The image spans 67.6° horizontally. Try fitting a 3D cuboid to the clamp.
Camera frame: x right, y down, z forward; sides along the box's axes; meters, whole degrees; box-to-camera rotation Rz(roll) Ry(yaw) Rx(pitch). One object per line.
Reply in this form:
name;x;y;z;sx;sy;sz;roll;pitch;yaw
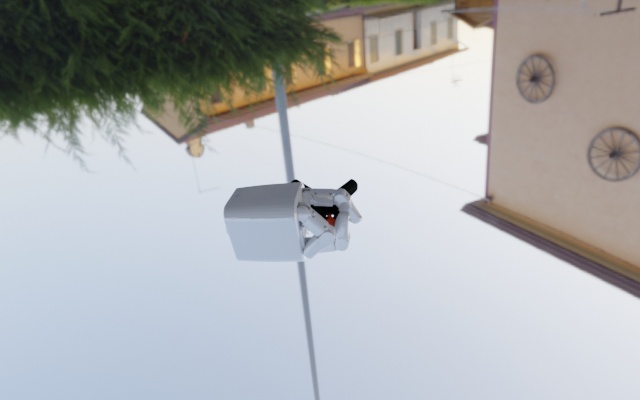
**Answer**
clamp;0.000;0.003;0.790;0.120;0.039;0.171;-2;23;7
